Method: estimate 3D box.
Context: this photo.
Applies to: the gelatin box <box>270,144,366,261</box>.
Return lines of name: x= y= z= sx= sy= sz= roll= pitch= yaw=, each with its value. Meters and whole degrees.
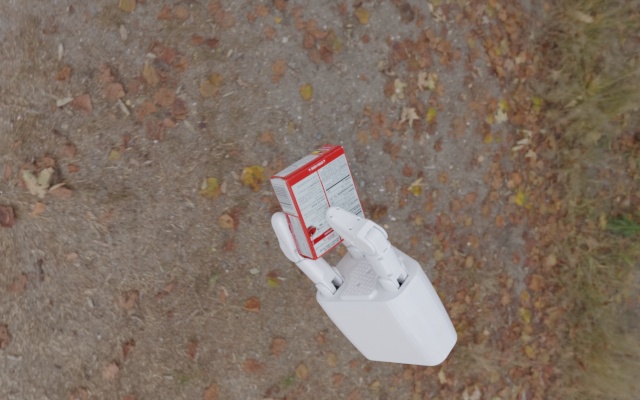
gelatin box: x=0.000 y=0.001 z=0.457 sx=0.073 sy=0.089 sz=0.030 roll=-34 pitch=27 yaw=-31
